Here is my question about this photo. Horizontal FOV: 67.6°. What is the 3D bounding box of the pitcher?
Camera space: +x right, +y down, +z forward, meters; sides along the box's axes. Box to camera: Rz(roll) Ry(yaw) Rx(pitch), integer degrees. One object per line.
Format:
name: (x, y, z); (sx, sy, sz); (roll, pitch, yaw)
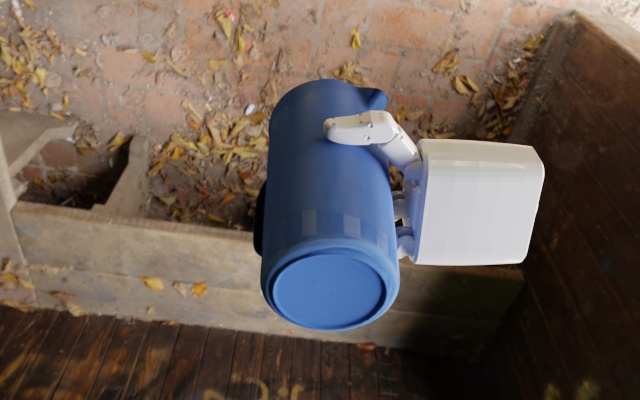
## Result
pitcher: (0.000, 0.001, 0.458); (0.145, 0.149, 0.242); (2, 39, -1)
